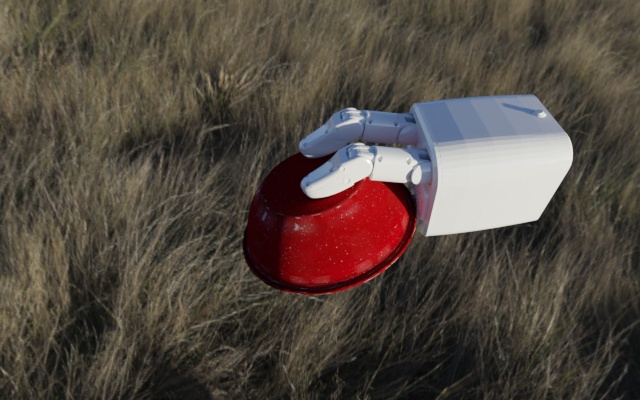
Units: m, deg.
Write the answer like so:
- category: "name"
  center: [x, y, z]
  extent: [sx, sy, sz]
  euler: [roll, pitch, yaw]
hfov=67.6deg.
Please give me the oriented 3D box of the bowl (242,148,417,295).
- category: "bowl"
  center: [-0.001, 0.002, 0.417]
  extent: [0.162, 0.055, 0.162]
  euler: [-11, 40, 9]
